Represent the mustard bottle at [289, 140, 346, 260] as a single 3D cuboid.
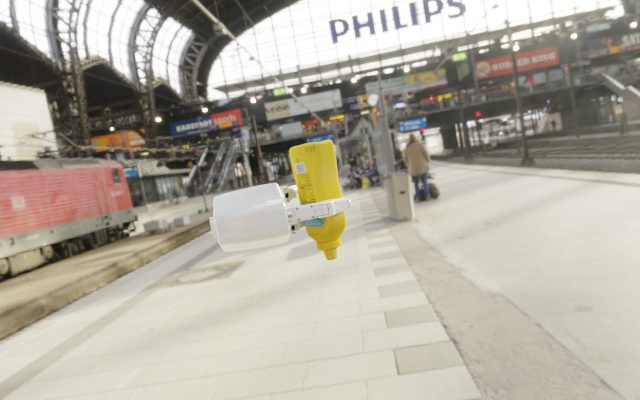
[{"bbox_3d":[0.000,0.002,0.773,0.058,0.191,0.096,-14,6,-31],"label":"mustard bottle"}]
